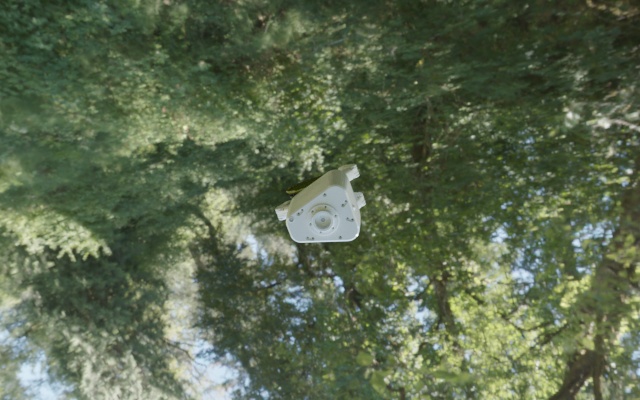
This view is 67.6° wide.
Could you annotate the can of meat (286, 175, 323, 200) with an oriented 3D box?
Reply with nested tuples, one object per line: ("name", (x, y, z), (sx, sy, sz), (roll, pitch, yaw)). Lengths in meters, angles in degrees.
("can of meat", (0.000, 0.003, 0.868), (0.102, 0.084, 0.057), (-18, 12, 5))
